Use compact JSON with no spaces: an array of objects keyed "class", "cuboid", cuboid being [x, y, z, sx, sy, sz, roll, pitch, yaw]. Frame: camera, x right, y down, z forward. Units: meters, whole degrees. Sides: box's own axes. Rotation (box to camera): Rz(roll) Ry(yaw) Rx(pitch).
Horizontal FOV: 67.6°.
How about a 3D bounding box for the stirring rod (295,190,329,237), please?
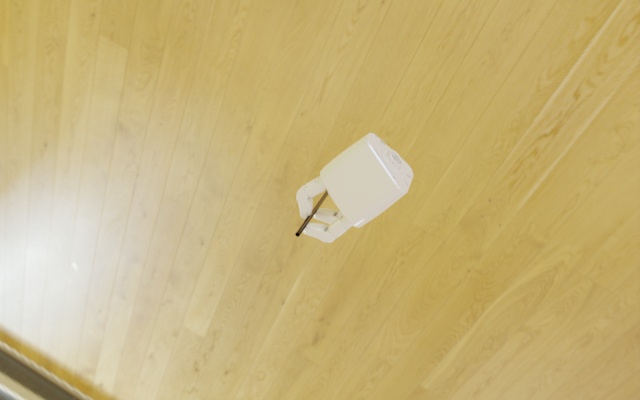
[{"class":"stirring rod","cuboid":[0.000,0.003,0.882,0.011,0.011,0.239,0,26,21]}]
